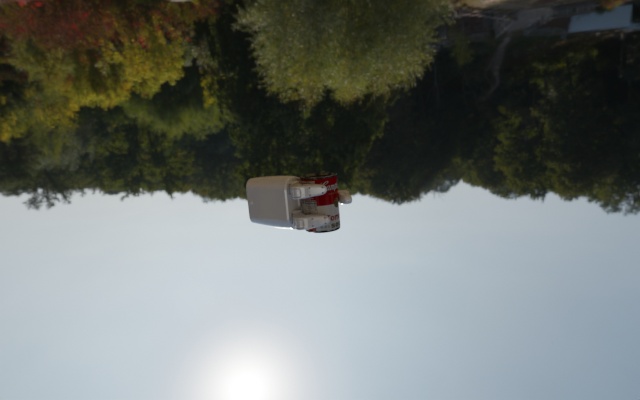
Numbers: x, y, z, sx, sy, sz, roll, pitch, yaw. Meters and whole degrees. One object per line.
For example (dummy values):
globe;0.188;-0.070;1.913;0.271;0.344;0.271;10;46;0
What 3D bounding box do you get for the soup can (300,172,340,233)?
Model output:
soup can;0.001;0.003;0.875;0.068;0.102;0.068;-5;10;1
